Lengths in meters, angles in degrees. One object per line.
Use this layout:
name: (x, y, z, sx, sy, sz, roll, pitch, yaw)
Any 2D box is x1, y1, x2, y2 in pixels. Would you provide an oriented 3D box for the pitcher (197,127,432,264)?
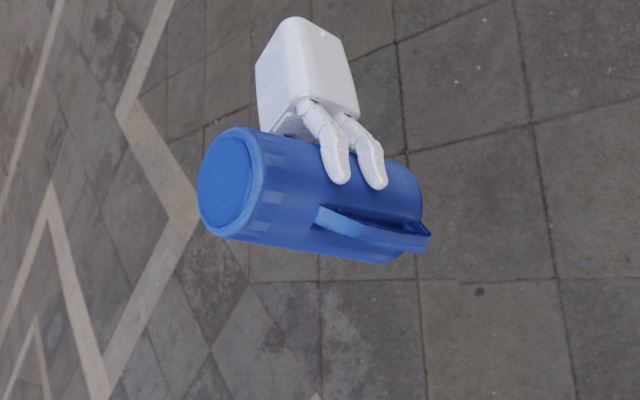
pitcher: (0.000, 0.002, 0.524, 0.243, 0.145, 0.149, 11, -29, -43)
